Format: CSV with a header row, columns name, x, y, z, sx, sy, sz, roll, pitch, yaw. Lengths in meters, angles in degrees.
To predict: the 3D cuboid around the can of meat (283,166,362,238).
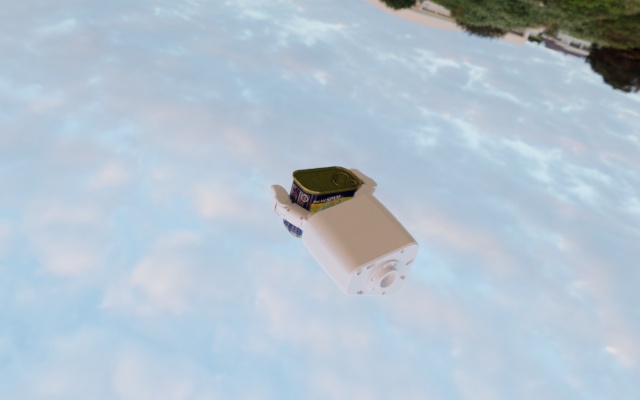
name,x,y,z,sx,sy,sz,roll,pitch,yaw
can of meat,0.000,0.003,0.694,0.102,0.084,0.057,-9,40,-36
